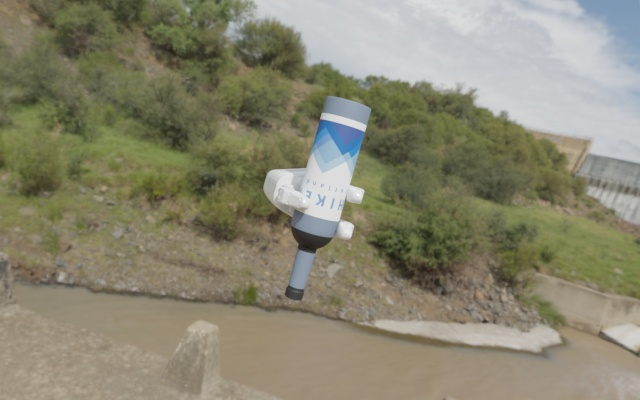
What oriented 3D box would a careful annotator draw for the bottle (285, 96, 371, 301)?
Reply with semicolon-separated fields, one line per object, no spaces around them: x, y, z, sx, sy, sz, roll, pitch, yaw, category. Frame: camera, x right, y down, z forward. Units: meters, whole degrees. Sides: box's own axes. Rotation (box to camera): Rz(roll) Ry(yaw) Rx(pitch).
0.000;0.002;0.693;0.069;0.296;0.069;16;5;-1;bottle
